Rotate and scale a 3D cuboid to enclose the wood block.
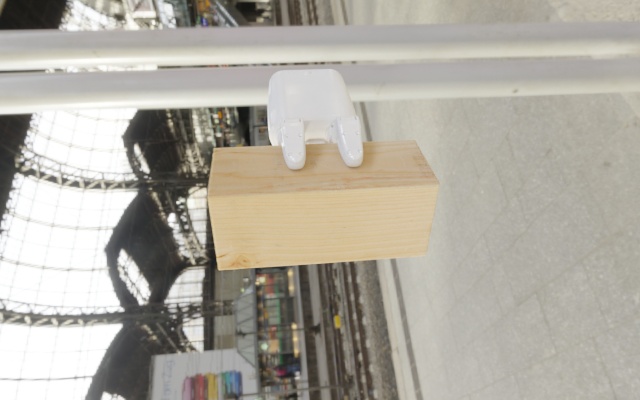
[{"bbox_3d":[0.000,0.002,0.478,0.206,0.091,0.090,-3,36,-6],"label":"wood block"}]
